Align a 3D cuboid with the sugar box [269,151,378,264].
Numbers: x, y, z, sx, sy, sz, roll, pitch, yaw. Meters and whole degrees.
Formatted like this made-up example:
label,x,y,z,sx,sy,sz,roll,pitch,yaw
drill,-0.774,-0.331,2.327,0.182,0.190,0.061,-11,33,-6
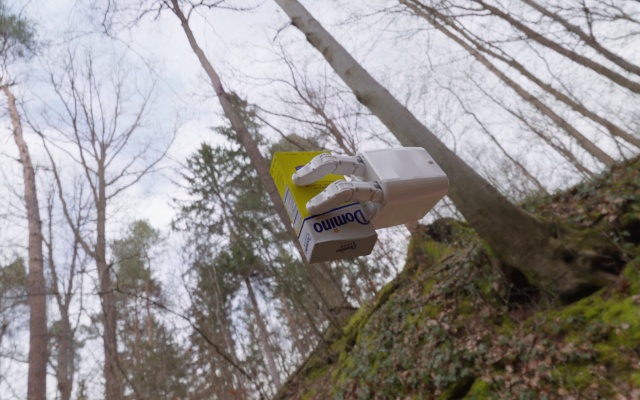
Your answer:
label,x,y,z,sx,sy,sz,roll,pitch,yaw
sugar box,0.000,0.002,0.656,0.093,0.048,0.176,-6,44,-25
